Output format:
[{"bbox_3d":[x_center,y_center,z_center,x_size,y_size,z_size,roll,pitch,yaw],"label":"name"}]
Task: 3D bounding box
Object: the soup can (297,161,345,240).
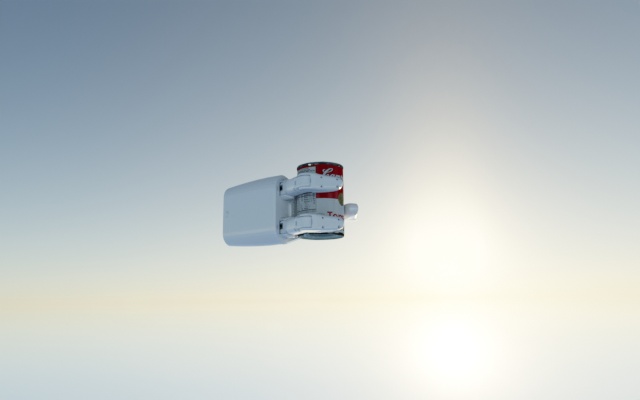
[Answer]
[{"bbox_3d":[0.001,0.002,0.679,0.068,0.102,0.068,-1,-12,0],"label":"soup can"}]
